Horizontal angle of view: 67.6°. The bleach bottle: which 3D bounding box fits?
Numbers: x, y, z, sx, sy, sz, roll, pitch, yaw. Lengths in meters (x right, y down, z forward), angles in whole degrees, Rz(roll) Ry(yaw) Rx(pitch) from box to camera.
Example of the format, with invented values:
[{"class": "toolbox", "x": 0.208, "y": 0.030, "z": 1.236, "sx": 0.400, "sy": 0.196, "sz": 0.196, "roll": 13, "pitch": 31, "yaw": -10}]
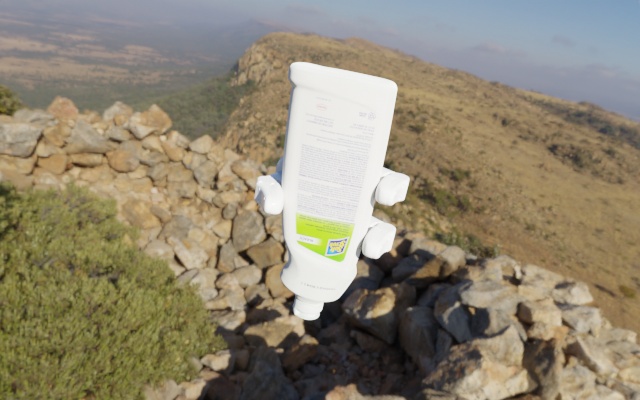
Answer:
[{"class": "bleach bottle", "x": 0.000, "y": 0.002, "z": 0.469, "sx": 0.102, "sy": 0.251, "sz": 0.068, "roll": 13, "pitch": 19, "yaw": 4}]
